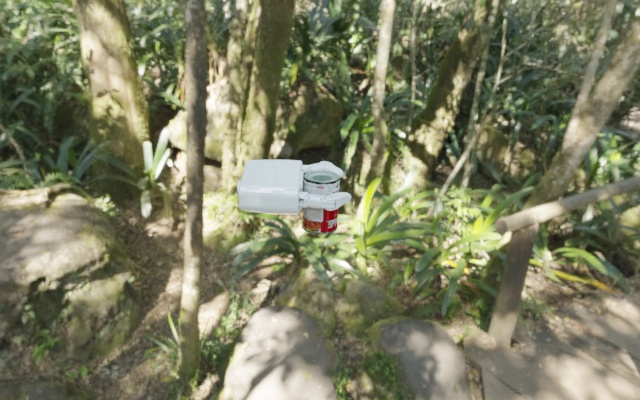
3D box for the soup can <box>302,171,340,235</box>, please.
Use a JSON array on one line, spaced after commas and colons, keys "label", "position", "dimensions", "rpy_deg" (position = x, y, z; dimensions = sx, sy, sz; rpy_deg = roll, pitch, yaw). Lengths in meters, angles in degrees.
[{"label": "soup can", "position": [0.001, 0.003, 0.885], "dimensions": [0.068, 0.102, 0.068], "rpy_deg": [2, 22, -1]}]
